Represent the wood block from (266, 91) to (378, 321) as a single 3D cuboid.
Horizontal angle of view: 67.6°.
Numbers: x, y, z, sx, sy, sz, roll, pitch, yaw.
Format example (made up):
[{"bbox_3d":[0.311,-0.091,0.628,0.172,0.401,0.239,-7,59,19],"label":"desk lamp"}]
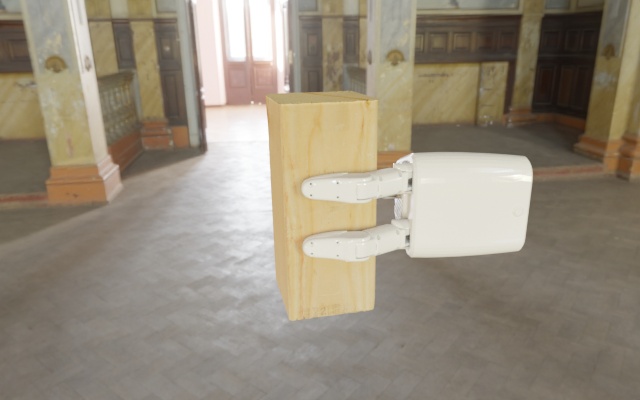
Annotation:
[{"bbox_3d":[0.000,0.001,0.474,0.090,0.206,0.090,-5,19,-12],"label":"wood block"}]
